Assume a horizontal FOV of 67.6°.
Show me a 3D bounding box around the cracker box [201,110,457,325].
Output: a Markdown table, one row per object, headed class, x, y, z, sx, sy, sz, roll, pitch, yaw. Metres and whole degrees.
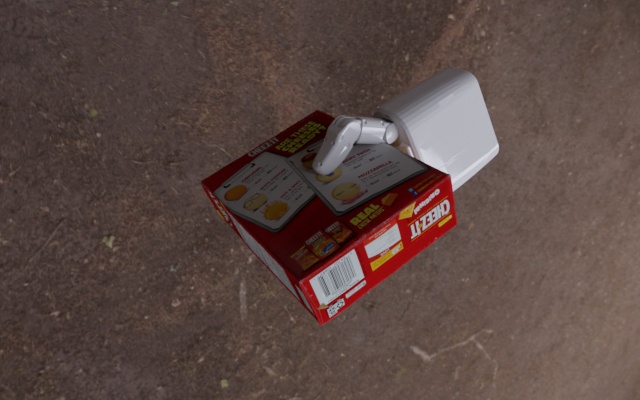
| class | x | y | z | sx | sy | sz | roll | pitch | yaw |
| --- | --- | --- | --- | --- | --- | --- | --- | --- | --- |
| cracker box | 0.000 | 0.002 | 0.481 | 0.164 | 0.072 | 0.213 | -34 | 39 | -17 |
